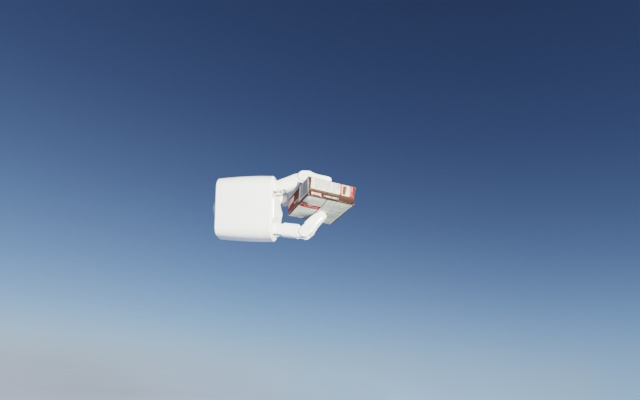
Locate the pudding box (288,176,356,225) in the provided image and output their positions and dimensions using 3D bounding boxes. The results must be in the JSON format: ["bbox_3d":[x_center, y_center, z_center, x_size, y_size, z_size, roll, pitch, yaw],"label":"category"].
[{"bbox_3d":[0.000,0.003,0.860,0.090,0.039,0.113,12,-24,-18],"label":"pudding box"}]
